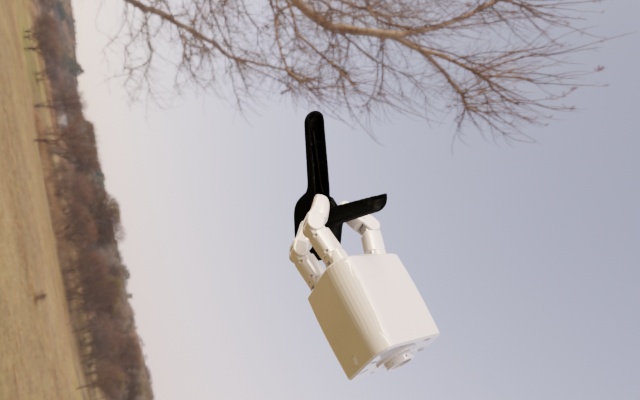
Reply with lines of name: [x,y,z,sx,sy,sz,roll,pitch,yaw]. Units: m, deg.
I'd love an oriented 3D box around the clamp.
clamp: [0.001,0.002,0.618,0.036,0.164,0.210,-10,-33,-30]
